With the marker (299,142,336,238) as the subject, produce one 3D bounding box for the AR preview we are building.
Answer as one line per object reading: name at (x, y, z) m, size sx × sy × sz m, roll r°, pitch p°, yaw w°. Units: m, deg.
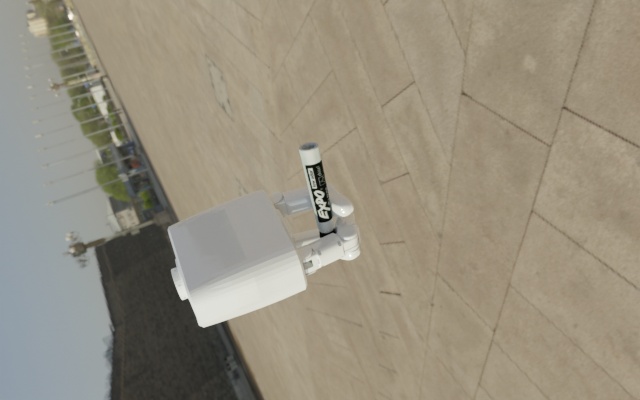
marker at (0.000, 0.002, 0.468) m, size 0.020 × 0.121 × 0.020 m, roll -9°, pitch 30°, yaw 5°
